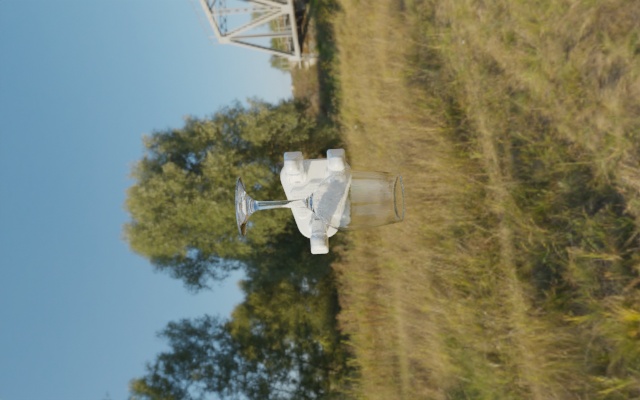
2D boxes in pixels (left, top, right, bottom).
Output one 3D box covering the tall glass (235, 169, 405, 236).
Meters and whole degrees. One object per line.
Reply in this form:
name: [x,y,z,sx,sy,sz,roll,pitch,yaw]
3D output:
tall glass: [-0.001,0.002,0.597,0.201,0.079,0.079,-3,0,0]
